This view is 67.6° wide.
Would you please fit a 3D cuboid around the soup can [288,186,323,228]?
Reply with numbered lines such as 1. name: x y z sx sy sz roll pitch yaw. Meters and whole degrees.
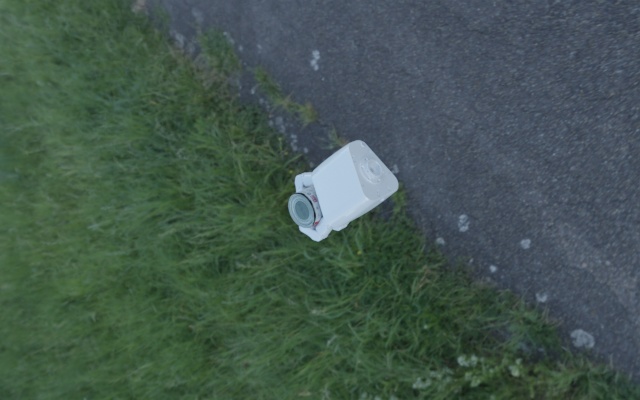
1. soup can: 0.000 0.003 0.873 0.068 0.068 0.102 0 18 46
